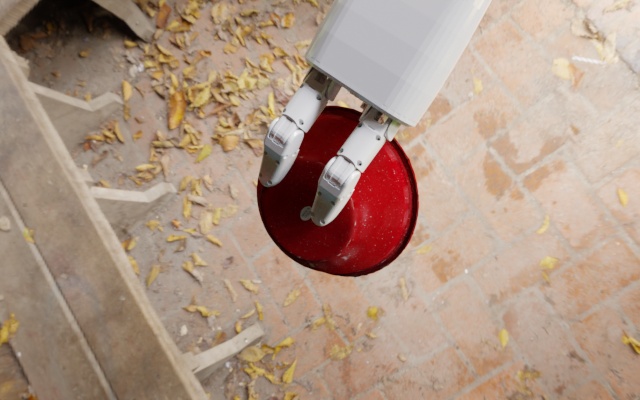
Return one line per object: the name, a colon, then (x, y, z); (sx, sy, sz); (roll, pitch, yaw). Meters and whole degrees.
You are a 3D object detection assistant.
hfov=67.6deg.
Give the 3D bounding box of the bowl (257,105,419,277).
bowl: (0.000, 0.003, 0.417); (0.162, 0.162, 0.055); (0, 16, 30)
